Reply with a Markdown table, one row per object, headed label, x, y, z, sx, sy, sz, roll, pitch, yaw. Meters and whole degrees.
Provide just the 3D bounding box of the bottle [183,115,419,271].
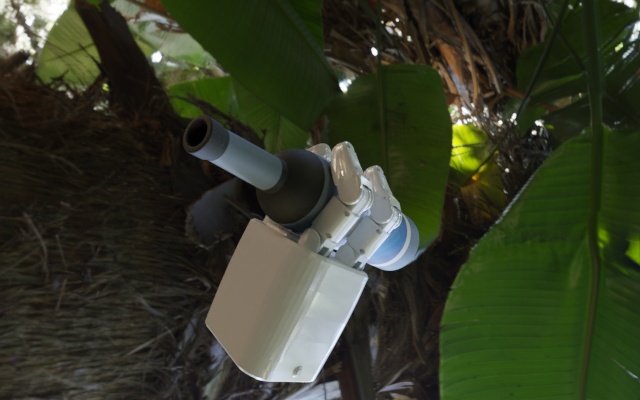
| label | x | y | z | sx | sy | sz | roll | pitch | yaw |
| --- | --- | --- | --- | --- | --- | --- | --- | --- | --- |
| bottle | 0.000 | 0.001 | 0.425 | 0.069 | 0.069 | 0.296 | 0 | -18 | 35 |
